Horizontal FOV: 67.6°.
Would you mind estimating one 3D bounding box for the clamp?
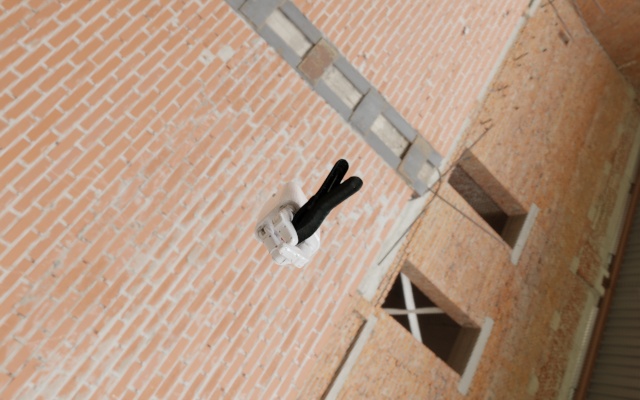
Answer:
[{"bbox_3d":[0.000,0.003,0.787,0.171,0.039,0.120,-43,15,16],"label":"clamp"}]
